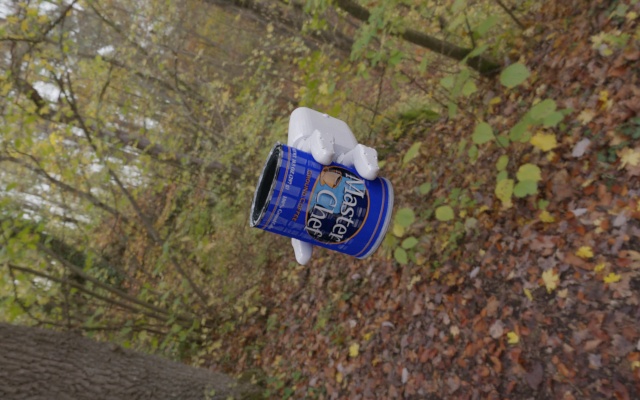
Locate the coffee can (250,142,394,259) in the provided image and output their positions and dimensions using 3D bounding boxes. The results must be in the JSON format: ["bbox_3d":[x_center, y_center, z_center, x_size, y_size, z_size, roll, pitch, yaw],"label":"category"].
[{"bbox_3d":[0.000,0.002,0.560,0.140,0.103,0.103,18,-5,-16],"label":"coffee can"}]
